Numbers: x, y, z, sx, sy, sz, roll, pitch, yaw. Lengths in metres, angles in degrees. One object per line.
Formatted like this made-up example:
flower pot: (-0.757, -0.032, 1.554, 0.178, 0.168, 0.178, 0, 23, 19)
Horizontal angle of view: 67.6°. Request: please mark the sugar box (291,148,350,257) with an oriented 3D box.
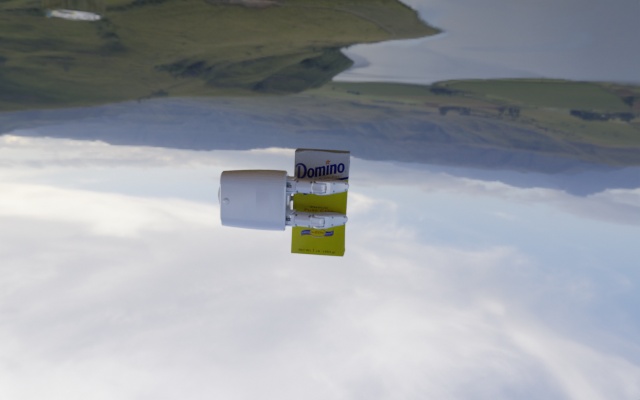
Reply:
sugar box: (0.000, 0.003, 0.805, 0.093, 0.176, 0.048, 3, 12, 4)
